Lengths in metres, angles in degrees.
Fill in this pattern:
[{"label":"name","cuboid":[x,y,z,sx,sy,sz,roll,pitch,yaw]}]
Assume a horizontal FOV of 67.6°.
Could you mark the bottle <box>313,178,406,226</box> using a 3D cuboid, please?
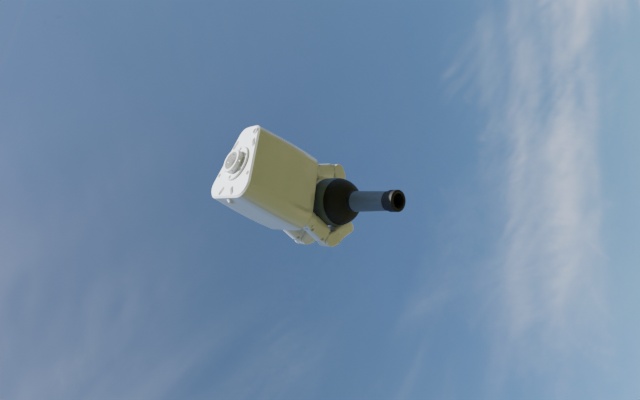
[{"label":"bottle","cuboid":[0.000,0.002,0.692,0.069,0.069,0.295,0,-1,-40]}]
